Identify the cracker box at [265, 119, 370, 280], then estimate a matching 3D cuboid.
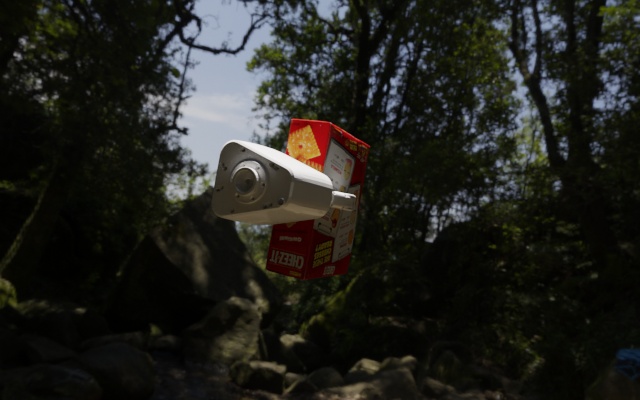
[{"bbox_3d":[0.000,0.002,0.715,0.072,0.213,0.164,10,0,25],"label":"cracker box"}]
